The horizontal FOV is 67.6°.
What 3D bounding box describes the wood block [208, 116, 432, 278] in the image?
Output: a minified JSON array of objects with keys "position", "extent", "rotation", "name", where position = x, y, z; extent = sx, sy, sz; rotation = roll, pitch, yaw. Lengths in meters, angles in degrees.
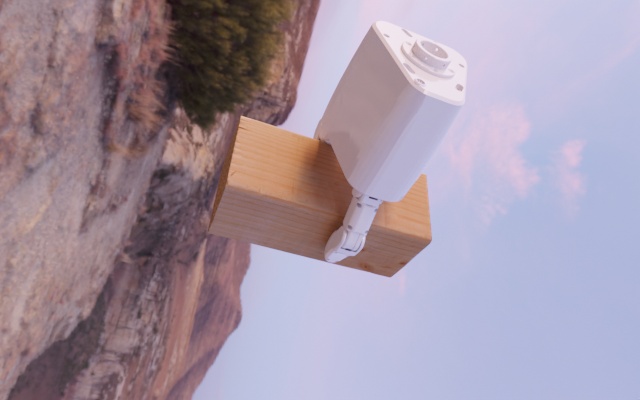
[{"position":[0.000,0.002,0.495],"extent":[0.206,0.090,0.090],"rotation":[16,-38,-15],"name":"wood block"}]
